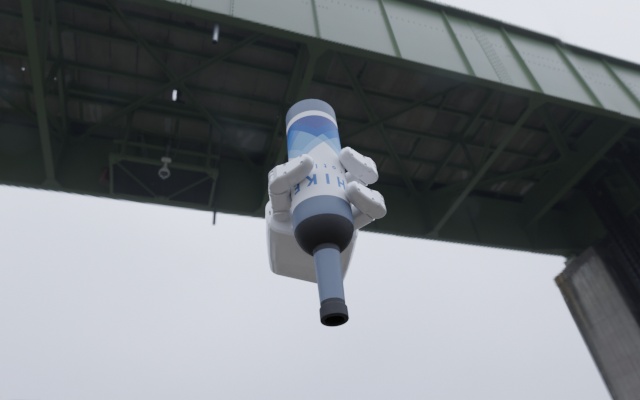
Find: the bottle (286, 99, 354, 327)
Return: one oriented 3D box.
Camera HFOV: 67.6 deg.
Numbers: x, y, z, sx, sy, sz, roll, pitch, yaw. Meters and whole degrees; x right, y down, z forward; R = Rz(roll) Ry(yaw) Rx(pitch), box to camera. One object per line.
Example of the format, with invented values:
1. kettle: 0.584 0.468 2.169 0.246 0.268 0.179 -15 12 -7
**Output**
1. bottle: 0.000 0.002 0.543 0.069 0.295 0.069 -4 -41 -3
